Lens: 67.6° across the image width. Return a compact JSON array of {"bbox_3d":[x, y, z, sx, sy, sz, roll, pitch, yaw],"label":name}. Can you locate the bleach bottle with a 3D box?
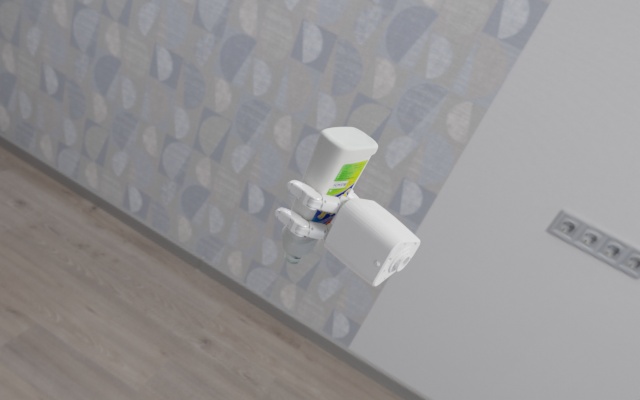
[{"bbox_3d":[0.000,0.003,0.792,0.068,0.251,0.102,41,33,28],"label":"bleach bottle"}]
